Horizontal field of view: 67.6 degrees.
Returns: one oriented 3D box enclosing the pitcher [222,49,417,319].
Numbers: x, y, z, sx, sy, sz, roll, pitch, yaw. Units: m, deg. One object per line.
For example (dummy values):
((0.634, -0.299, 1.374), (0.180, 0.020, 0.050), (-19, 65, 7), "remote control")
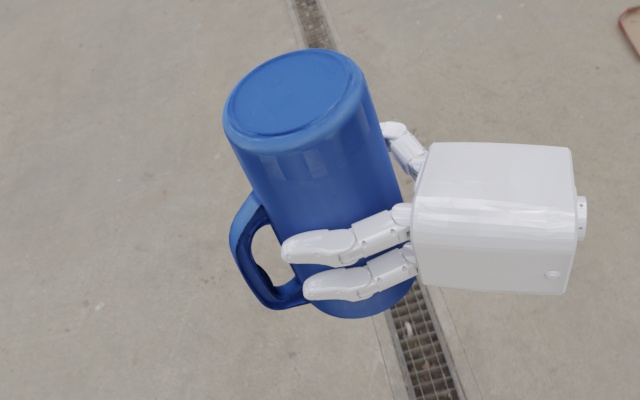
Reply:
((0.000, 0.001, 0.422), (0.145, 0.149, 0.243), (5, -36, 23), "pitcher")
